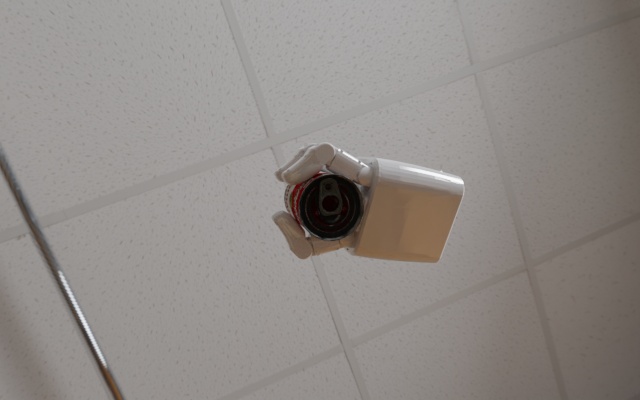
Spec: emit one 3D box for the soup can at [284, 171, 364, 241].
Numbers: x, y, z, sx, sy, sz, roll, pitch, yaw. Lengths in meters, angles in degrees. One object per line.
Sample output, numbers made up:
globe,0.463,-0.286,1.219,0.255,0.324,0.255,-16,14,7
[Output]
soup can,0.000,0.002,0.524,0.068,0.068,0.102,0,6,-13
